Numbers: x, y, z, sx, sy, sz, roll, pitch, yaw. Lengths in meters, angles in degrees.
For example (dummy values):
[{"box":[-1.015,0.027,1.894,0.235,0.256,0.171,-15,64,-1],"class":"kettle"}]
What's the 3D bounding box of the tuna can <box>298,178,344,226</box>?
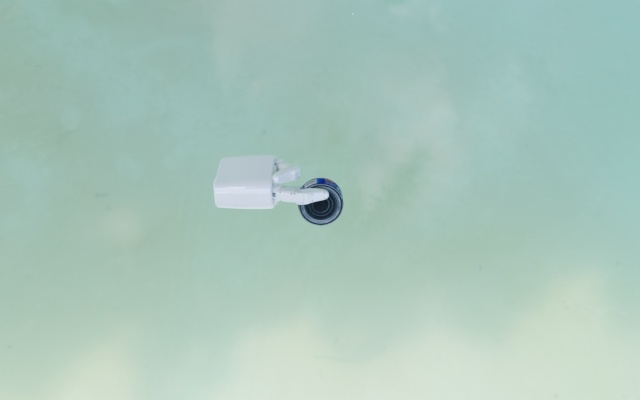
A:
[{"box":[0.000,0.003,0.891,0.086,0.086,0.033,0,21,-2],"class":"tuna can"}]
